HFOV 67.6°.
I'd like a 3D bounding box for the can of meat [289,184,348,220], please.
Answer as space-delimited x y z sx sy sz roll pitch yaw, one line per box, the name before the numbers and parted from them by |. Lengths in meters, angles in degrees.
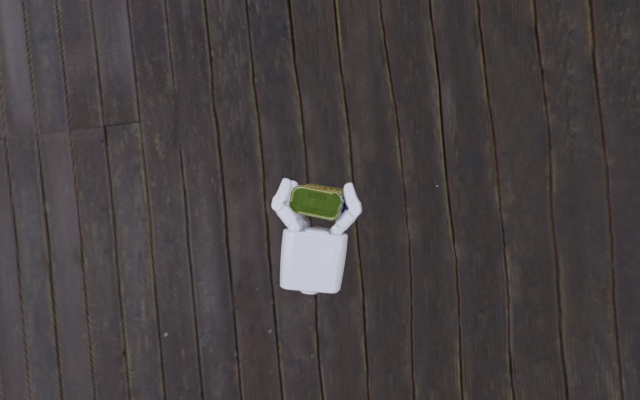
can of meat | 0.000 0.003 0.883 0.102 0.057 0.084 11 5 13
